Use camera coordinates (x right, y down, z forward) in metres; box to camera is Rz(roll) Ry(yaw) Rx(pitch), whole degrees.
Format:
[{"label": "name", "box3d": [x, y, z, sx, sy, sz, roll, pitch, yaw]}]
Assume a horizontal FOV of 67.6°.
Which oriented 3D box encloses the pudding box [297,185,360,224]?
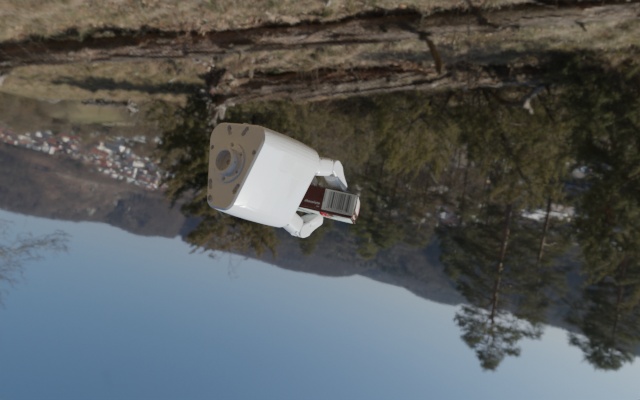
[{"label": "pudding box", "box3d": [0.000, 0.002, 0.709, 0.113, 0.039, 0.090, 14, -5, 8]}]
